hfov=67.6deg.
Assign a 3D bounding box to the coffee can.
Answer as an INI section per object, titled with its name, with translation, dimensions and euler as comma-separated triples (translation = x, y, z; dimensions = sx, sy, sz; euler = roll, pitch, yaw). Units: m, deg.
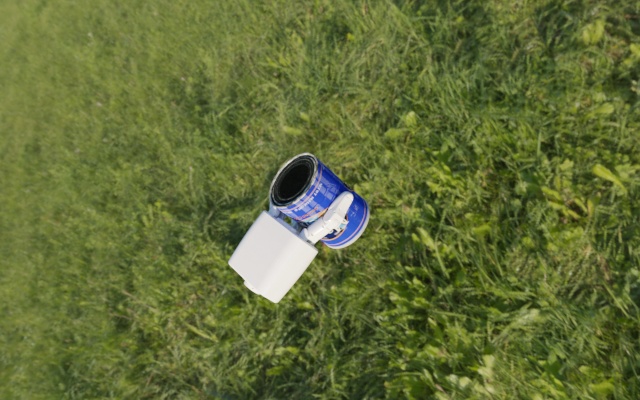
[coffee can]
translation = 0.000, 0.003, 0.788
dimensions = 0.103, 0.102, 0.140
euler = 0, -31, 47
